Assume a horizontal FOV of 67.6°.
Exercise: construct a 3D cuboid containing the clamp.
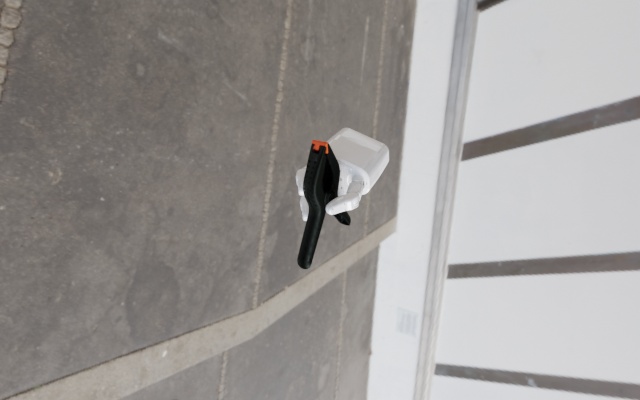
[{"bbox_3d":[0.001,0.002,0.805,0.036,0.210,0.164,13,40,27],"label":"clamp"}]
